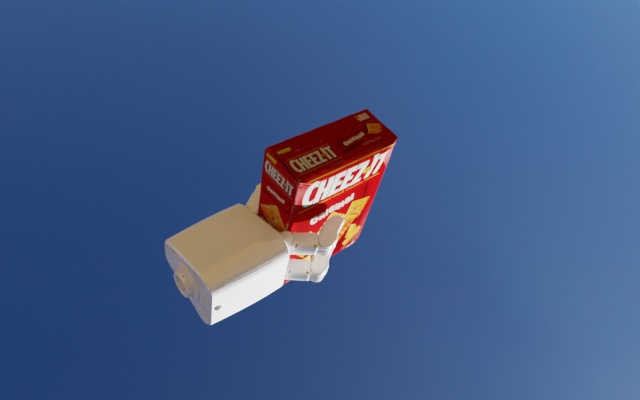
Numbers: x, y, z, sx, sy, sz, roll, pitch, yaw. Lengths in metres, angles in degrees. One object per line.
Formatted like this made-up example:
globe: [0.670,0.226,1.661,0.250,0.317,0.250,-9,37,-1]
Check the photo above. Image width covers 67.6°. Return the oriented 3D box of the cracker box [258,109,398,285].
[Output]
cracker box: [0.000,0.002,0.637,0.164,0.214,0.072,-27,60,-32]
